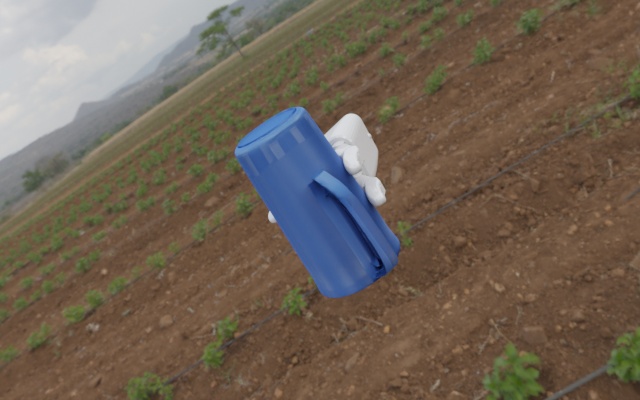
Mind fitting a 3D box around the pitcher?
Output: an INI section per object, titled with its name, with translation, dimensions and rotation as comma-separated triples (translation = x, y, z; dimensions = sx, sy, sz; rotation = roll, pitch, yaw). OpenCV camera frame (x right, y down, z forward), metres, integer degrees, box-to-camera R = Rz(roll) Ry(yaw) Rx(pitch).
[pitcher]
translation = 0.000, 0.002, 0.635
dimensions = 0.149, 0.243, 0.145
rotation = -25, 21, 25
